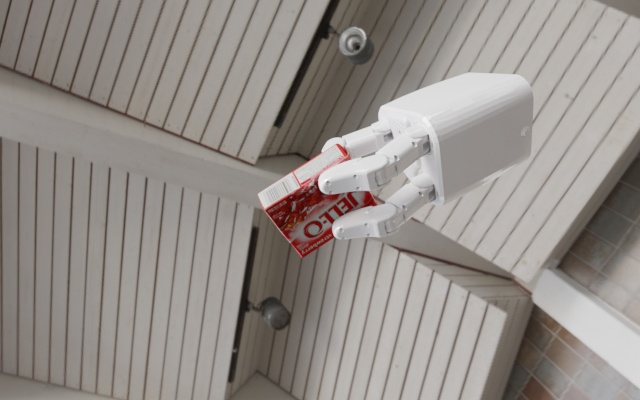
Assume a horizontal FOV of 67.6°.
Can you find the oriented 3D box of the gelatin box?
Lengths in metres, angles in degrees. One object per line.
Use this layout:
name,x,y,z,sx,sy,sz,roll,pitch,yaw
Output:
gelatin box,0.000,0.001,0.437,0.089,0.073,0.030,-32,40,2
